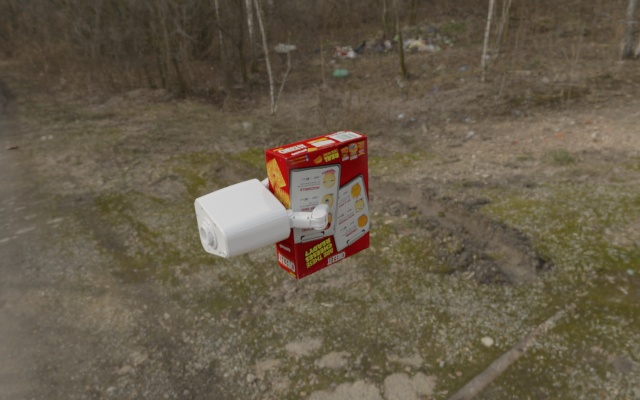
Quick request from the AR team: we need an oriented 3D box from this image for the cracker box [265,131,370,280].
[{"bbox_3d":[0.000,0.003,0.810,0.164,0.214,0.072,-20,29,-32],"label":"cracker box"}]
